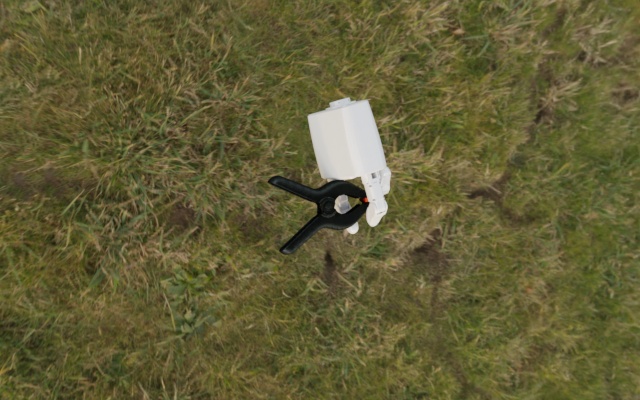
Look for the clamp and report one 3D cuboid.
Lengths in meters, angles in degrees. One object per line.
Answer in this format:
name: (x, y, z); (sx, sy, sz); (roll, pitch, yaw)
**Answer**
clamp: (0.000, 0.003, 0.742); (0.171, 0.120, 0.039); (-20, 12, -19)
